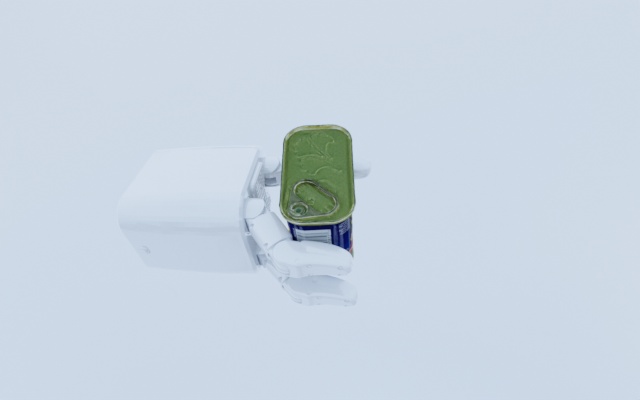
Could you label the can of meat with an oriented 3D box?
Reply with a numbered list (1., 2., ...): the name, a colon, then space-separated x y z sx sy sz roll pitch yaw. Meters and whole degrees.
1. can of meat: 0.000 0.001 0.405 0.057 0.102 0.084 -2 -38 3
